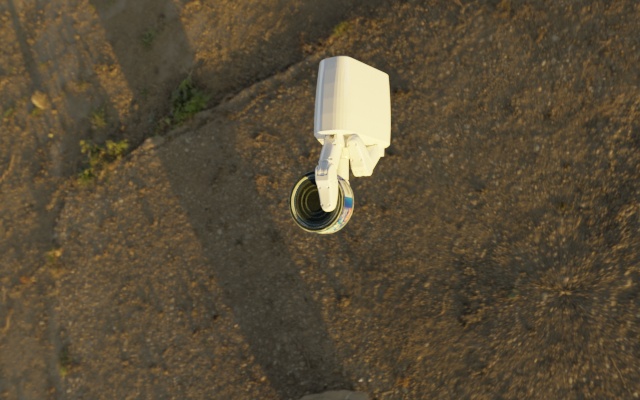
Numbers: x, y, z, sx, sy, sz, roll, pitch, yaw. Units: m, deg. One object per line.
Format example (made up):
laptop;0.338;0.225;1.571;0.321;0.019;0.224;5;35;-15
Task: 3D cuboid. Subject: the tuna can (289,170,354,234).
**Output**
tuna can;0.000;0.002;0.650;0.086;0.086;0.034;0;-4;27
